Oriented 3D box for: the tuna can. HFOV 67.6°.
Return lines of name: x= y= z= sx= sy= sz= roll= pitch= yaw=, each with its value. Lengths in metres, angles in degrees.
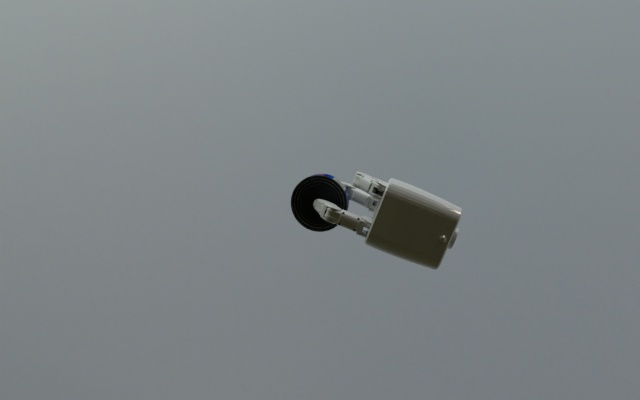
tuna can: x=0.000 y=0.002 z=0.725 sx=0.086 sy=0.086 sz=0.033 roll=0 pitch=9 yaw=10
